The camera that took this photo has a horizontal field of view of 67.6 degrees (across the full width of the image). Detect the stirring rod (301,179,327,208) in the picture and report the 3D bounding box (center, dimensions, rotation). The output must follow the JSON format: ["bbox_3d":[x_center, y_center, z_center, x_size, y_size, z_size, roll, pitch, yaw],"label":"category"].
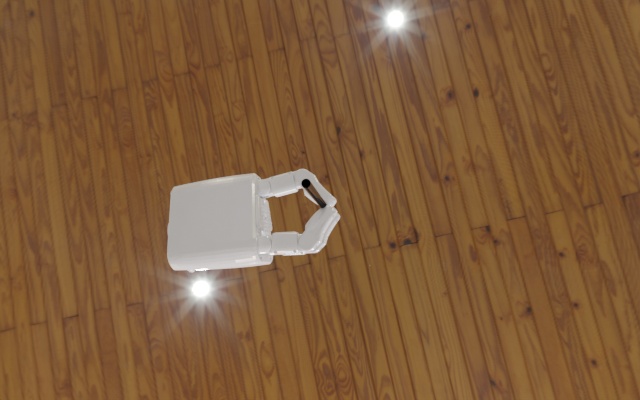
[{"bbox_3d":[0.000,0.002,0.519,0.011,0.011,0.239,0,-8,6],"label":"stirring rod"}]
